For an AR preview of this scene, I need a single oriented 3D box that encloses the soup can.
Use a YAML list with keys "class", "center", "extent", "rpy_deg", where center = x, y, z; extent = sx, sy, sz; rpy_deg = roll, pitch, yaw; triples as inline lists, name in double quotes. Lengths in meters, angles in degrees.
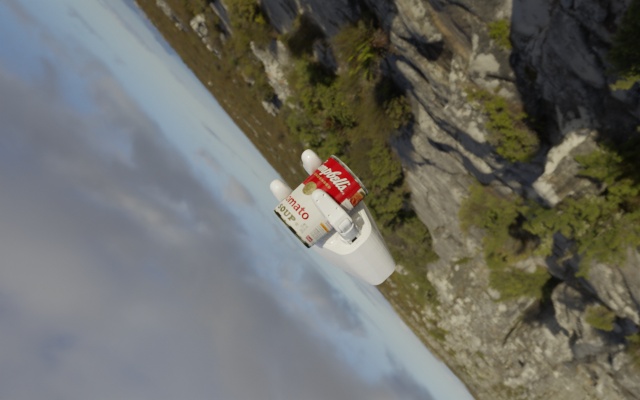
- class: "soup can"
  center: [0.000, 0.002, 0.598]
  extent: [0.102, 0.068, 0.068]
  rpy_deg: [-43, 2, -3]
